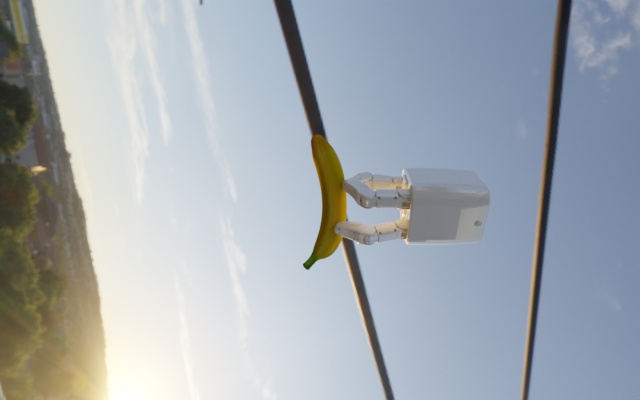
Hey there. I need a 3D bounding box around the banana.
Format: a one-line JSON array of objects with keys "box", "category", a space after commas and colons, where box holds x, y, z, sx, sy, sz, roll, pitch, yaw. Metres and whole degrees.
[{"box": [0.011, 0.002, 0.691, 0.037, 0.198, 0.069, 12, 17, 34], "category": "banana"}]
